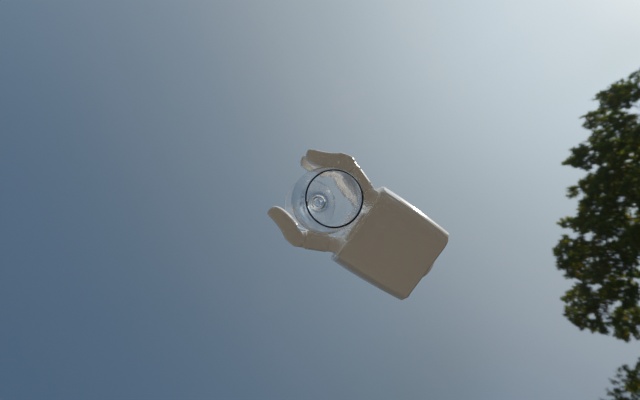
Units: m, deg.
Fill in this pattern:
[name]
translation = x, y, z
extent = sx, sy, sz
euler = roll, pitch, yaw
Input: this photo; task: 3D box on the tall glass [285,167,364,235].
[tall glass]
translation = 0.000, 0.002, 0.590
extent = 0.079, 0.079, 0.201
euler = 0, -2, -8
